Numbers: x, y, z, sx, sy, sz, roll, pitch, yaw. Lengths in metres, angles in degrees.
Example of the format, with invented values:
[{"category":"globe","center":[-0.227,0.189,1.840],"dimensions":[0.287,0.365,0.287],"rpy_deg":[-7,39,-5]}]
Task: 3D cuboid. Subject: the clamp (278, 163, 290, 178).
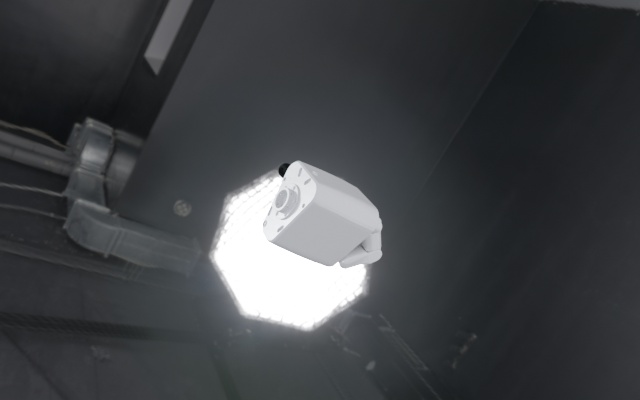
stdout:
[{"category":"clamp","center":[0.000,0.003,0.740],"dimensions":[0.120,0.039,0.171],"rpy_deg":[28,10,-35]}]
